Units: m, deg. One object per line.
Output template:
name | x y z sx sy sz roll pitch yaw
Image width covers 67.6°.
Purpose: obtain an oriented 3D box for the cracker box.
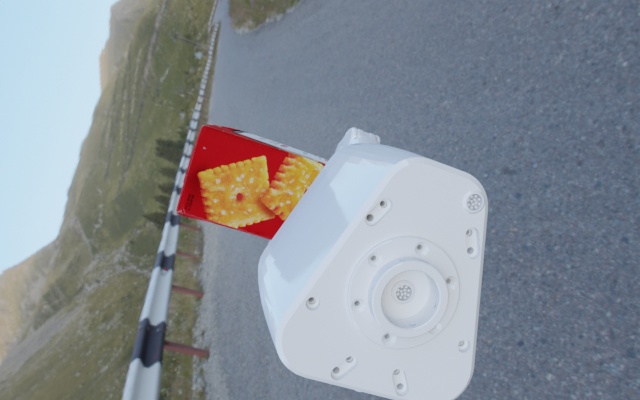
cracker box | 0.000 0.001 0.408 0.214 0.072 0.164 18 4 -11
